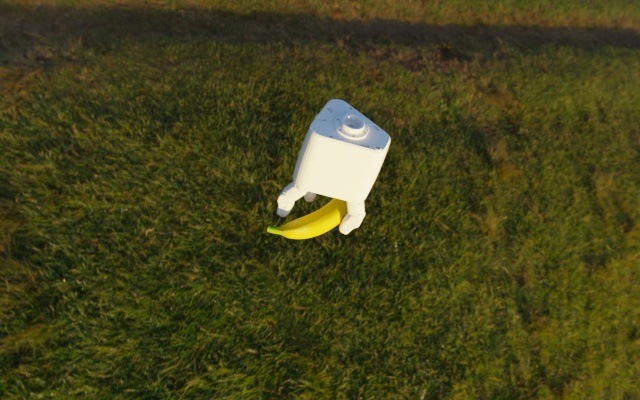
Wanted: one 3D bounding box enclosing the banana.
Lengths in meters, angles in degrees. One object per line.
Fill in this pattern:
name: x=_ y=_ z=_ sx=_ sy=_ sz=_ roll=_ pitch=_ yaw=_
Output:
banana: x=0.010 y=0.015 z=0.784 sx=0.197 sy=0.037 sz=0.069 roll=-29 pitch=56 yaw=-32
